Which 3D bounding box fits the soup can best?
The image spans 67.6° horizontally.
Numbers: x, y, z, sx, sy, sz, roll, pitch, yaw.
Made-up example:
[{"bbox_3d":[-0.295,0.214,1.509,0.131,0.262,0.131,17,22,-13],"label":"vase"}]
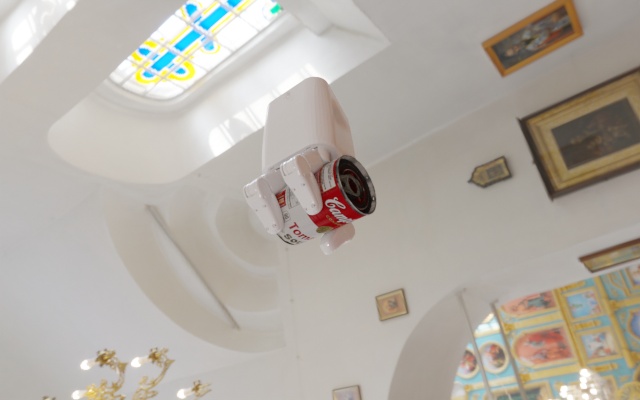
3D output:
[{"bbox_3d":[0.000,0.002,0.522,0.102,0.068,0.068,-26,-14,31],"label":"soup can"}]
